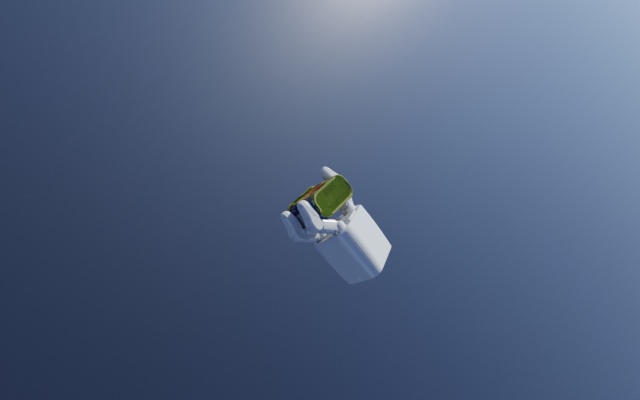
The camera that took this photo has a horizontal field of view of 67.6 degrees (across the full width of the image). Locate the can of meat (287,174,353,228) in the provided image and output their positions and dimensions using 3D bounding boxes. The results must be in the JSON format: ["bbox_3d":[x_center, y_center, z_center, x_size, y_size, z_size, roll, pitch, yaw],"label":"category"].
[{"bbox_3d":[0.000,0.003,0.879,0.084,0.057,0.102,-27,12,49],"label":"can of meat"}]
